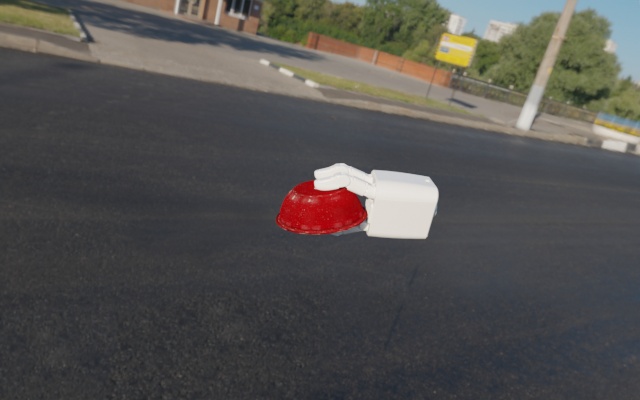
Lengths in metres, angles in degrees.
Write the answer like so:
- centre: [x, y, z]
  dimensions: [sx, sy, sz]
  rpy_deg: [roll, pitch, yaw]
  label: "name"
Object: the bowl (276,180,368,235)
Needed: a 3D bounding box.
- centre: [-0.001, 0.002, 0.826]
  dimensions: [0.162, 0.055, 0.162]
  rpy_deg: [-4, 20, 1]
  label: "bowl"
